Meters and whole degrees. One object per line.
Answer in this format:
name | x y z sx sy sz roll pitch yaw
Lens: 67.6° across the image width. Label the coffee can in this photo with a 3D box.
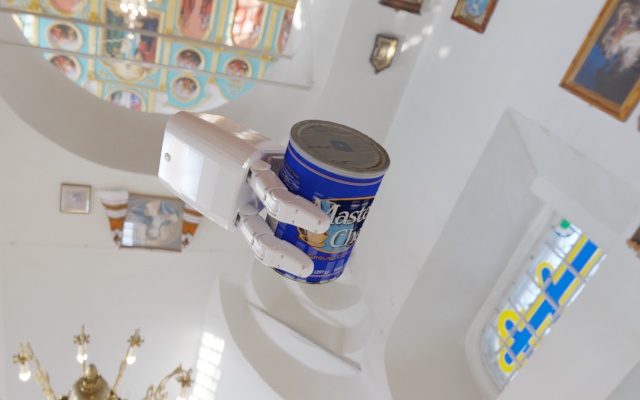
coffee can | 0.000 0.002 0.500 0.103 0.140 0.102 15 31 -9
